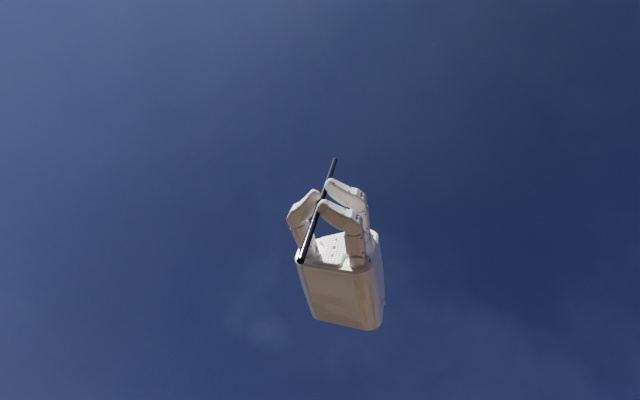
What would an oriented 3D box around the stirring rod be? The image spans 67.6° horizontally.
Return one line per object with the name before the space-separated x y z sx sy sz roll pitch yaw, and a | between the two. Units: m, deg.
stirring rod | 0.000 0.002 0.594 0.011 0.011 0.239 0 30 12
